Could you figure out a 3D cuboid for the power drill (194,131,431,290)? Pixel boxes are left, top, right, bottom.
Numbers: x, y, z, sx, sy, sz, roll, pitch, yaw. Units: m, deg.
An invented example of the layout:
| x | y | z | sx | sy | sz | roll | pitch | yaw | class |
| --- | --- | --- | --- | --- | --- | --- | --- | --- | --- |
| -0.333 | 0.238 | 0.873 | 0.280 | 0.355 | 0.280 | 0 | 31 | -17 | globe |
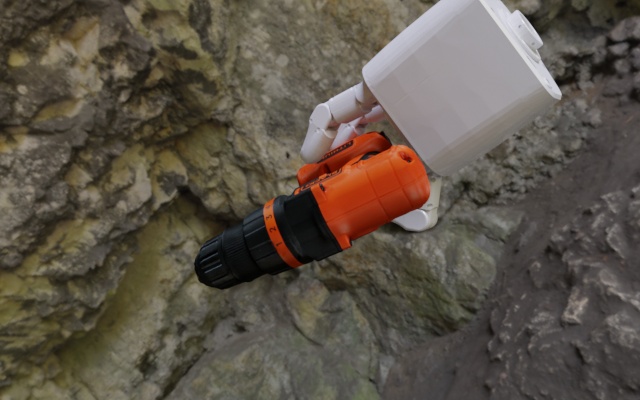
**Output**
| x | y | z | sx | sy | sz | roll | pitch | yaw | class |
| --- | --- | --- | --- | --- | --- | --- | --- | --- | --- |
| 0.000 | 0.001 | 0.405 | 0.184 | 0.057 | 0.187 | -24 | 11 | 15 | power drill |
